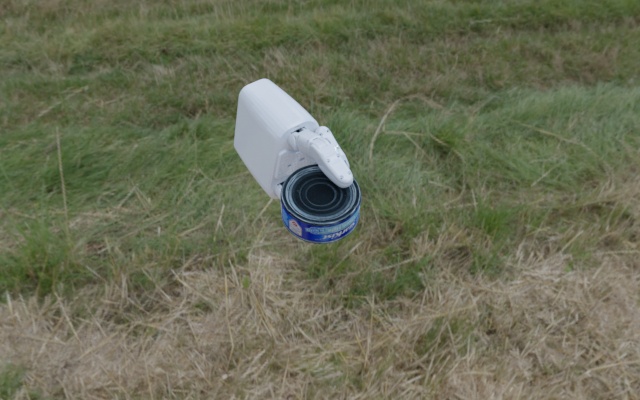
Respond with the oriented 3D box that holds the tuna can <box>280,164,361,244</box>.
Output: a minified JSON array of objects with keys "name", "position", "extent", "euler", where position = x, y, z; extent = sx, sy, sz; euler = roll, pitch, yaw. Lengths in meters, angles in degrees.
[{"name":"tuna can","position":[0.000,0.001,0.507],"extent":[0.086,0.086,0.034],"euler":[0,-39,-2]}]
